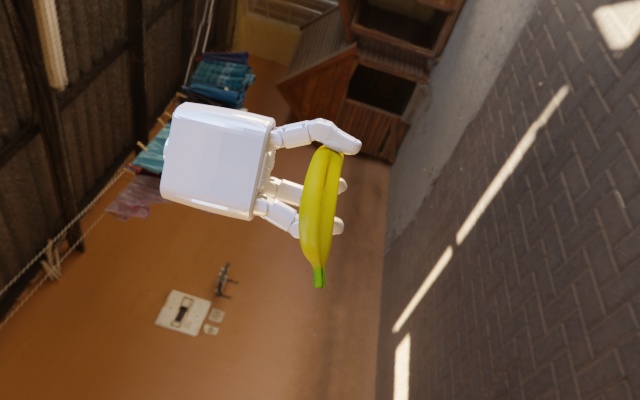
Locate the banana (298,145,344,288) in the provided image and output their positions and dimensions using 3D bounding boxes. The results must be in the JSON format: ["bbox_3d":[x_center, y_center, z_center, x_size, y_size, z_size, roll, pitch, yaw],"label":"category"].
[{"bbox_3d":[0.001,-0.008,0.507,0.037,0.197,0.070,8,-43,2],"label":"banana"}]
